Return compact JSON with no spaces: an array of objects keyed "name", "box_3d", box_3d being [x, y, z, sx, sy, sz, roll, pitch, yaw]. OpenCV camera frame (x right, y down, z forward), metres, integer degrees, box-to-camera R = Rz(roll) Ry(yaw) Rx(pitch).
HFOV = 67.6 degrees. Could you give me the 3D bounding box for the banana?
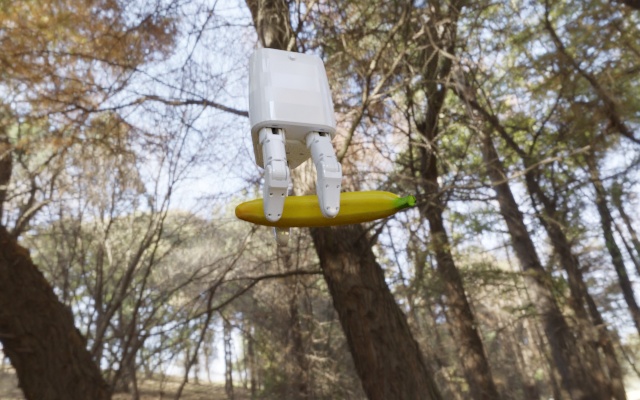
[{"name":"banana","box_3d":[0.005,0.007,0.548,0.198,0.037,0.070,-5,-19,3]}]
